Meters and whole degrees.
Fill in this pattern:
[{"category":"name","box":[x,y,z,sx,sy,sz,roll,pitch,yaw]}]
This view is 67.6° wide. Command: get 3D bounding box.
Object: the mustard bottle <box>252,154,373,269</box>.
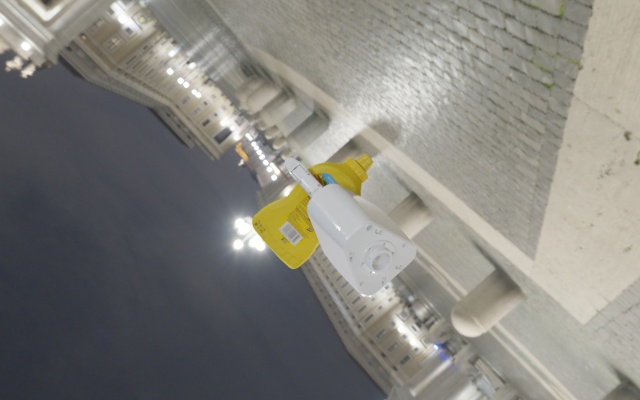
[{"category":"mustard bottle","box":[0.000,0.002,0.689,0.191,0.096,0.058,-42,11,-1]}]
